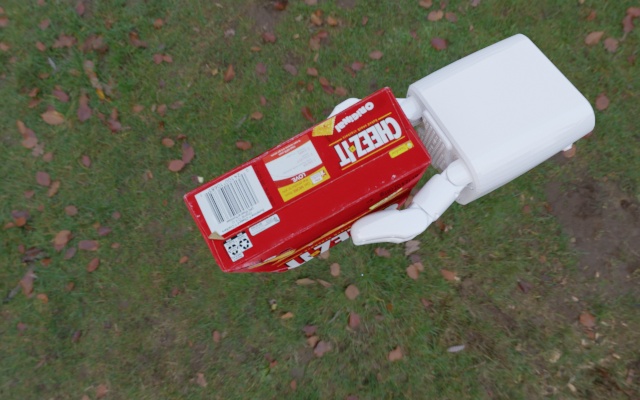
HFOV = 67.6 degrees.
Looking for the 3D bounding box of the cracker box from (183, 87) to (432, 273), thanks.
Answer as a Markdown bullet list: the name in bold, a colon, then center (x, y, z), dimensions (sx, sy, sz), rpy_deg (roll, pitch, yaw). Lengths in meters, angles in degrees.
- **cracker box**: center (0.000, 0.001, 0.426), dimensions (0.164, 0.072, 0.214), rpy_deg (-28, -10, 0)
